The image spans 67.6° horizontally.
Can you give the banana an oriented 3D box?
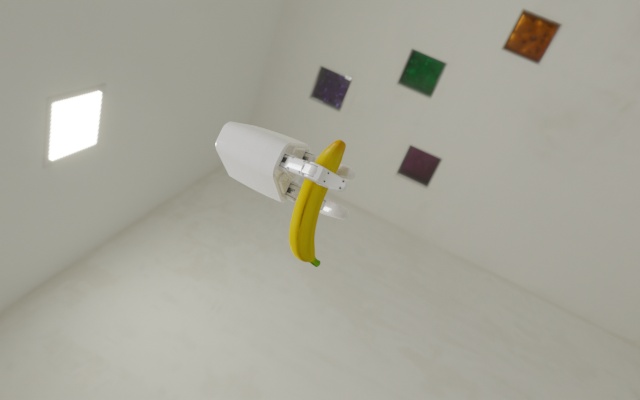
[{"bbox_3d":[-0.010,0.008,0.686,0.037,0.198,0.069,21,17,26],"label":"banana"}]
